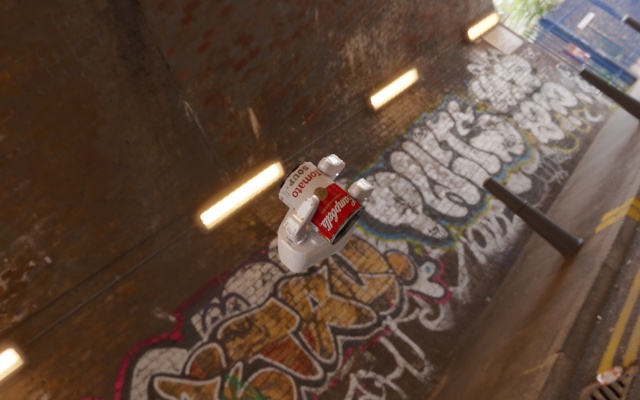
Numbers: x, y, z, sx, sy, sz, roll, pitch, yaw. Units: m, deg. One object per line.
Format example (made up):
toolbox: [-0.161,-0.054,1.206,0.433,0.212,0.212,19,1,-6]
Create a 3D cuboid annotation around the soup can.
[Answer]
soup can: [0.000,0.002,0.649,0.102,0.068,0.068,41,11,13]
